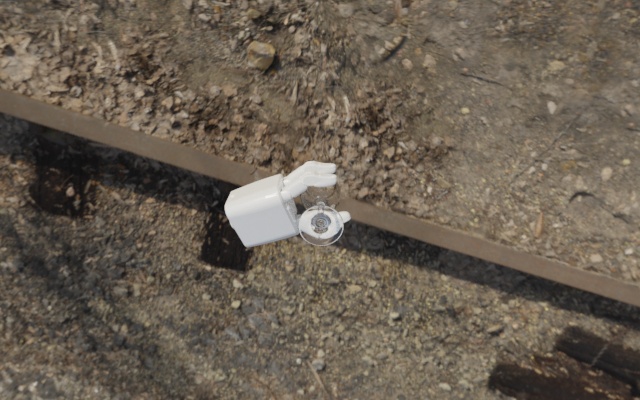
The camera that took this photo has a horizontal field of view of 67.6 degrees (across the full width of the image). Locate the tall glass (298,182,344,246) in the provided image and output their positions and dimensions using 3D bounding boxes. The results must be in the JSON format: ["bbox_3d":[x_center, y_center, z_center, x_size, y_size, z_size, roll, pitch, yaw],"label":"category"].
[{"bbox_3d":[0.000,0.003,0.868,0.079,0.079,0.201,0,23,0],"label":"tall glass"}]
